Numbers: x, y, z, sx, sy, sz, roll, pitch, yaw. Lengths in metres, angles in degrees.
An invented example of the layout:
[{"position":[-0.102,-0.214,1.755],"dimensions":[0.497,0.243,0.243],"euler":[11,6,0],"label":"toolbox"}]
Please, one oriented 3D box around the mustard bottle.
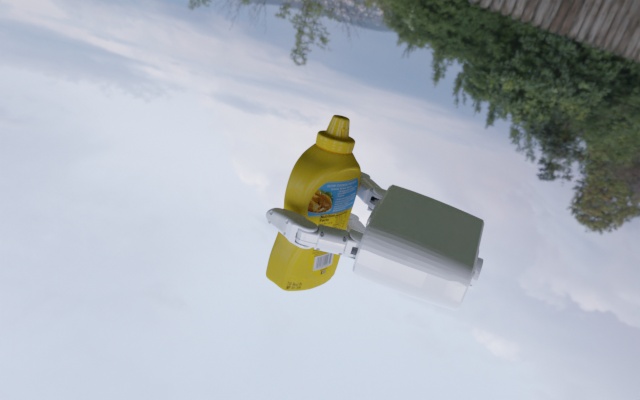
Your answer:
[{"position":[0.000,0.002,0.521],"dimensions":[0.058,0.192,0.096],"euler":[30,26,35],"label":"mustard bottle"}]
